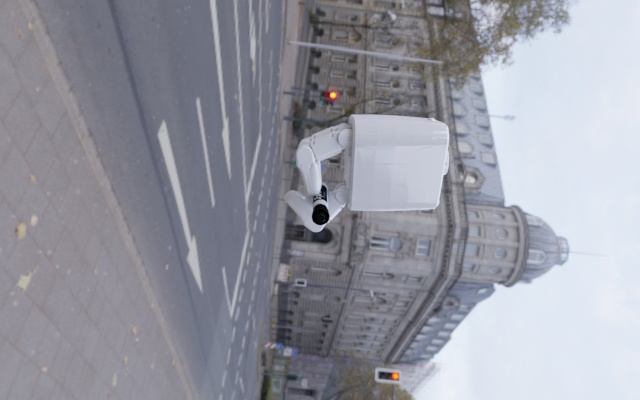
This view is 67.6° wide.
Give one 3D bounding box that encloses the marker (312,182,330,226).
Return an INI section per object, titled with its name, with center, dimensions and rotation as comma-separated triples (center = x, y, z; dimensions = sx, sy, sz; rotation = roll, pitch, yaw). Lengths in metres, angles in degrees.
[marker]
center = 0.000, 0.002, 0.542
dimensions = 0.020, 0.020, 0.121
rotation = 0, 16, 0
